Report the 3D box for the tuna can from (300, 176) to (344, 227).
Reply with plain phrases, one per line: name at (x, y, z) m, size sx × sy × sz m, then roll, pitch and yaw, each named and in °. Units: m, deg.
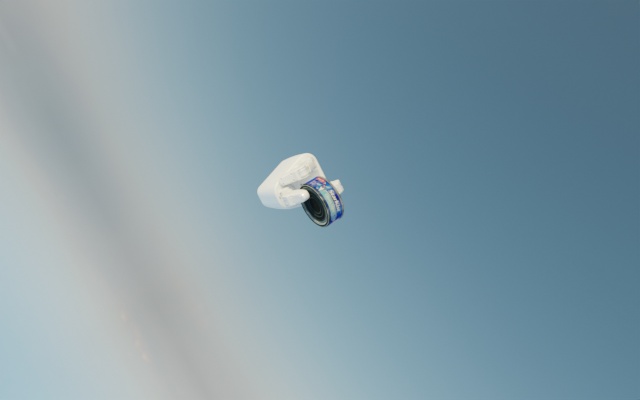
tuna can at (0.000, 0.003, 0.832) m, size 0.033 × 0.086 × 0.086 m, roll -31°, pitch 15°, yaw -28°
